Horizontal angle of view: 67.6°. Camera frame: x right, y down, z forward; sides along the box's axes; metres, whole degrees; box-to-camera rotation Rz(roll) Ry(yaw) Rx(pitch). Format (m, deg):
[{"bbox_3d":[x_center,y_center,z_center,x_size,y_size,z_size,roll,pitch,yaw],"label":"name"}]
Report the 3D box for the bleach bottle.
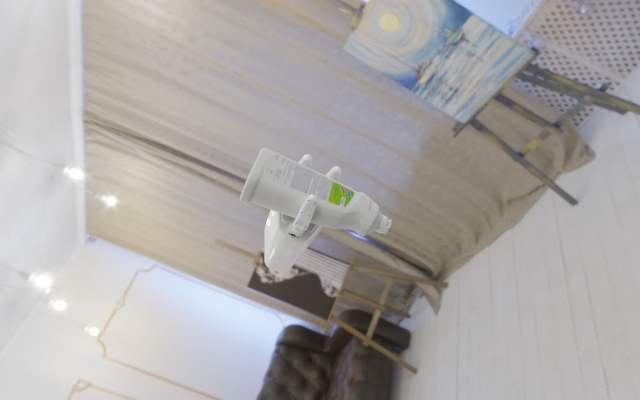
[{"bbox_3d":[0.000,0.003,0.803,0.251,0.102,0.068,23,-45,-6],"label":"bleach bottle"}]
